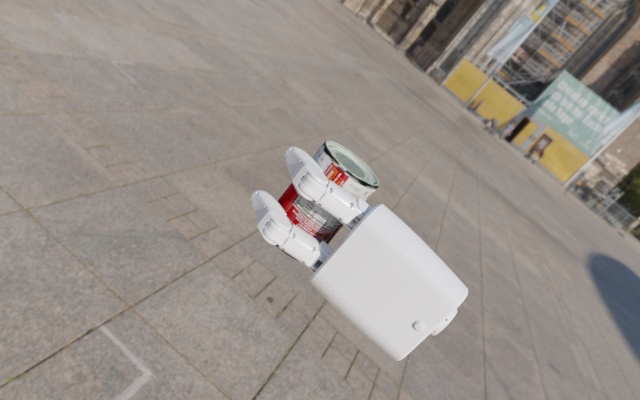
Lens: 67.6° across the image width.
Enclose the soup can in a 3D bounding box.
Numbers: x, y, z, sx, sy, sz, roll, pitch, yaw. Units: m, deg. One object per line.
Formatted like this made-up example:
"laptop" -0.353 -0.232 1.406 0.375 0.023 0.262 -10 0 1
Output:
"soup can" 0.000 0.001 0.463 0.068 0.102 0.068 34 21 -15
